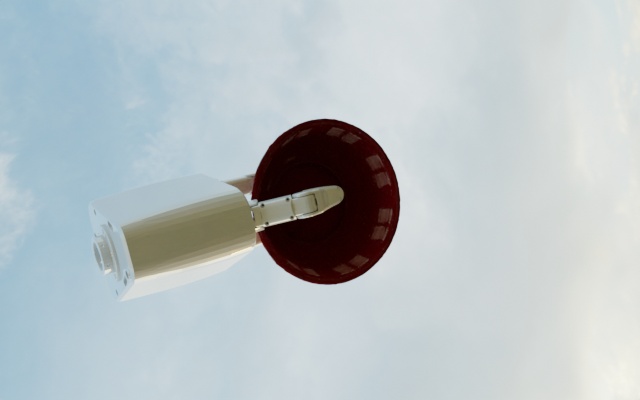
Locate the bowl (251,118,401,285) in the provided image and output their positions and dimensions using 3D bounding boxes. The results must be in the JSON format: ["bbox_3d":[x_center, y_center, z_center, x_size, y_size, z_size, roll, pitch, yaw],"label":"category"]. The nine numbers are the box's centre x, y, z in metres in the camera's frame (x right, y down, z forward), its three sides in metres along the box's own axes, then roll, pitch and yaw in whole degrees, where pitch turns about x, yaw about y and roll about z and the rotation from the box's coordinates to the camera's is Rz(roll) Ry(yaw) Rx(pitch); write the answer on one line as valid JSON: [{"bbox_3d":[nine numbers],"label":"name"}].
[{"bbox_3d":[0.001,0.002,0.486,0.162,0.162,0.055,0,-1,-25],"label":"bowl"}]
